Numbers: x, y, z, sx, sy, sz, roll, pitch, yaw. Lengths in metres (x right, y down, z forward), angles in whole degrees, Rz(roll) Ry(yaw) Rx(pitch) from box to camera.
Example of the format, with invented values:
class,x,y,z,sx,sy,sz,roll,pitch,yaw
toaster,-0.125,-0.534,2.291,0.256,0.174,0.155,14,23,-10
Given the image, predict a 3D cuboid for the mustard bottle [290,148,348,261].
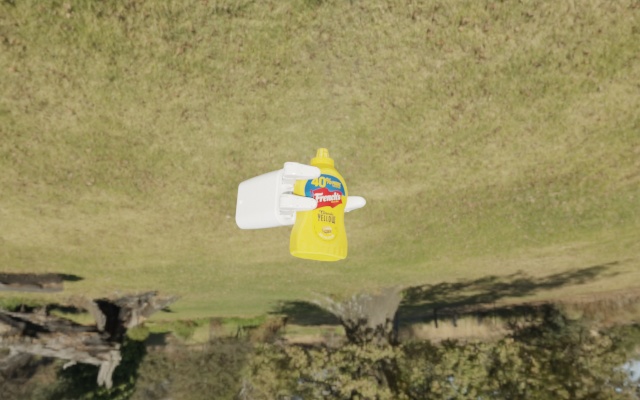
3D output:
class,x,y,z,sx,sy,sz,roll,pitch,yaw
mustard bottle,0.000,0.003,0.812,0.096,0.191,0.058,10,-18,-25
